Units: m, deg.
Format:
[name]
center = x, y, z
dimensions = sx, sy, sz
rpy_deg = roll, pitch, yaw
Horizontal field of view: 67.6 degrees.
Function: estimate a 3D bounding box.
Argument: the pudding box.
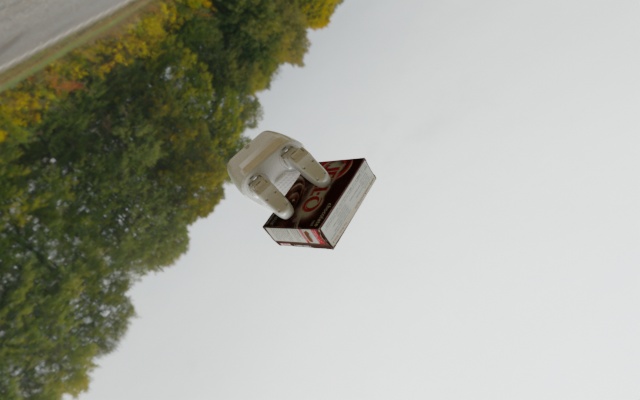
[pudding box]
center = 0.000, 0.002, 0.547
dimensions = 0.090, 0.113, 0.039
rpy_deg = -2, -44, 44
